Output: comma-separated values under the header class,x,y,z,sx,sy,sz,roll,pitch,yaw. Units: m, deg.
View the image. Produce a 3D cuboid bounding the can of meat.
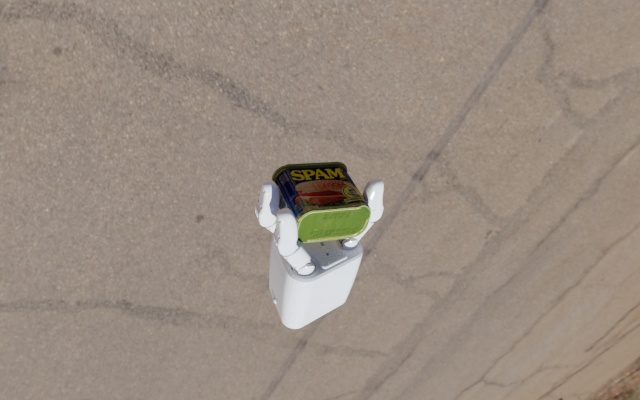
class,x,y,z,sx,sy,sz,roll,pitch,yaw
can of meat,0.000,0.002,0.575,0.102,0.057,0.084,-5,42,-24
